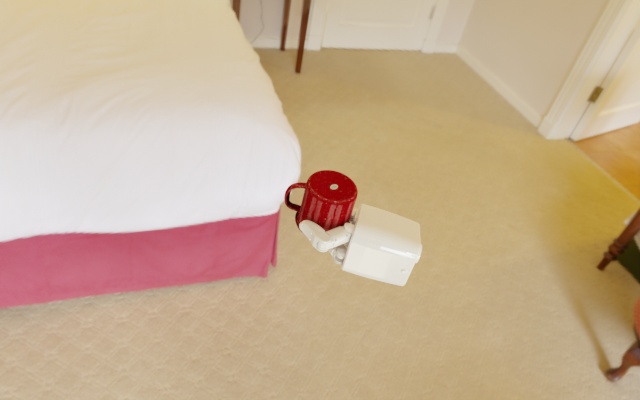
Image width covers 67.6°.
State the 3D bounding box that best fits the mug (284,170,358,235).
[{"bbox_3d":[-0.001,0.002,0.761,0.117,0.082,0.093,16,40,2],"label":"mug"}]
